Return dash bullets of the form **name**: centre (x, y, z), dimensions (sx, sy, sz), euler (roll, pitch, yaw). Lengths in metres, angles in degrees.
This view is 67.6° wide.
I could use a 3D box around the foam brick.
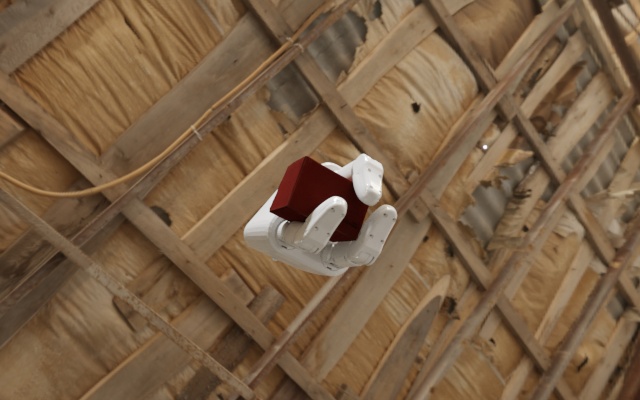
- **foam brick**: centre (0.000, 0.001, 0.455), dimensions (0.078, 0.053, 0.051), euler (28, -17, -21)
